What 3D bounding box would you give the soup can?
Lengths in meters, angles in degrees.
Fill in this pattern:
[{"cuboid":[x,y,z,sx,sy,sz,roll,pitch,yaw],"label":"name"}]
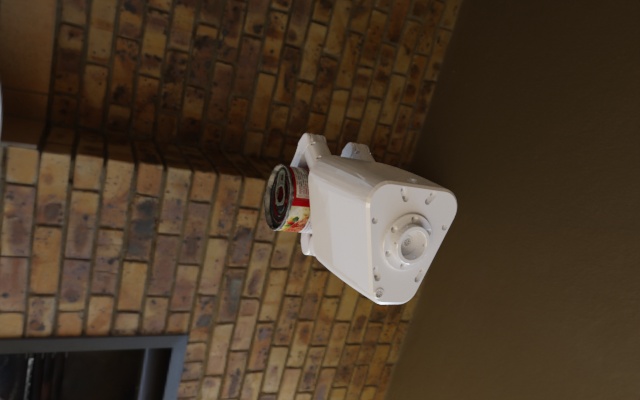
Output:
[{"cuboid":[0.000,0.002,0.507,0.102,0.068,0.068,7,-3,-27],"label":"soup can"}]
